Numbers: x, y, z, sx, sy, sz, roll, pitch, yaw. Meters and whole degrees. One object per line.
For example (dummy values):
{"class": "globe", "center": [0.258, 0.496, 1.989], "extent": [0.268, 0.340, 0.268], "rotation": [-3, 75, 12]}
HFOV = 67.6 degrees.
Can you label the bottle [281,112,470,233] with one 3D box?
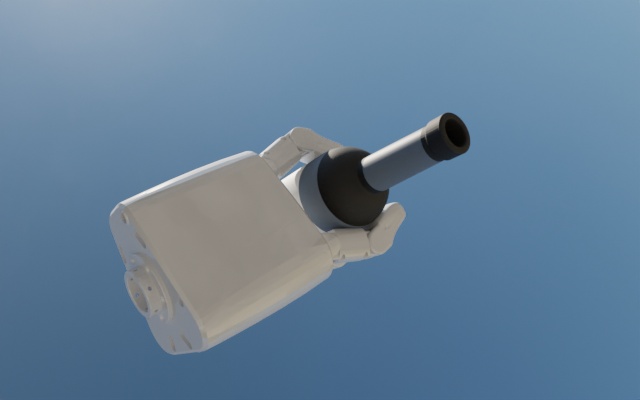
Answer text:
{"class": "bottle", "center": [0.000, 0.001, 0.404], "extent": [0.069, 0.069, 0.296], "rotation": [0, -17, -36]}
